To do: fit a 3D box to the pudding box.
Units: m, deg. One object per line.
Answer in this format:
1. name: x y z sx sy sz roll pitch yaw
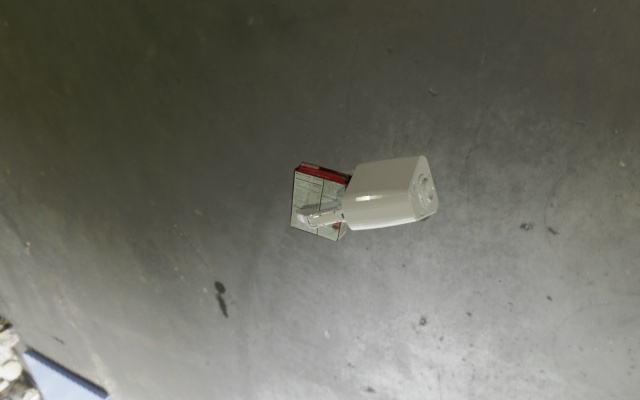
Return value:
1. pudding box: 0.000 0.003 0.765 0.090 0.114 0.039 18 32 17
